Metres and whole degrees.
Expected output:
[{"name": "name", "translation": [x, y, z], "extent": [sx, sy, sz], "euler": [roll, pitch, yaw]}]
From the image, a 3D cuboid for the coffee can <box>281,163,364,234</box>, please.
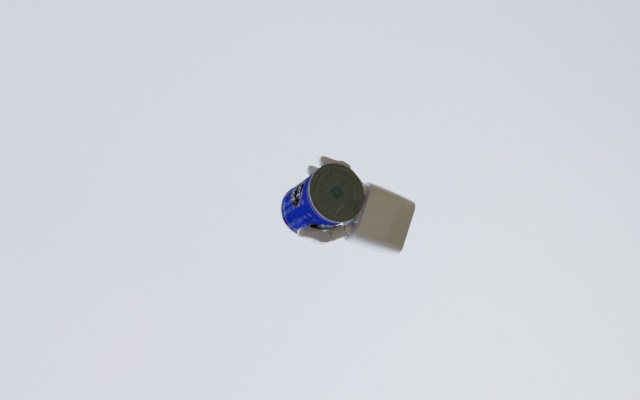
[{"name": "coffee can", "translation": [0.000, 0.003, 0.858], "extent": [0.103, 0.102, 0.140], "euler": [0, -14, -25]}]
